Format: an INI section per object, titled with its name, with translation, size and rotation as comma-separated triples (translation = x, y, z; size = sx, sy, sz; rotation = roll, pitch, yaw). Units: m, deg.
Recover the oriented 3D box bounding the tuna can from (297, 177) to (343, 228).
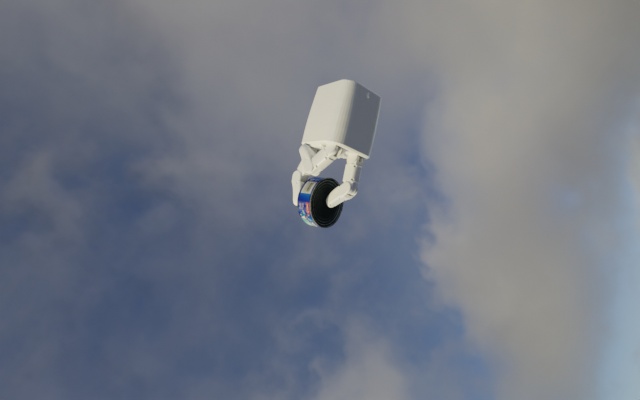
[tuna can]
translation = 0.000, 0.003, 0.817
size = 0.034, 0.086, 0.086
rotation = 7, 5, 41
